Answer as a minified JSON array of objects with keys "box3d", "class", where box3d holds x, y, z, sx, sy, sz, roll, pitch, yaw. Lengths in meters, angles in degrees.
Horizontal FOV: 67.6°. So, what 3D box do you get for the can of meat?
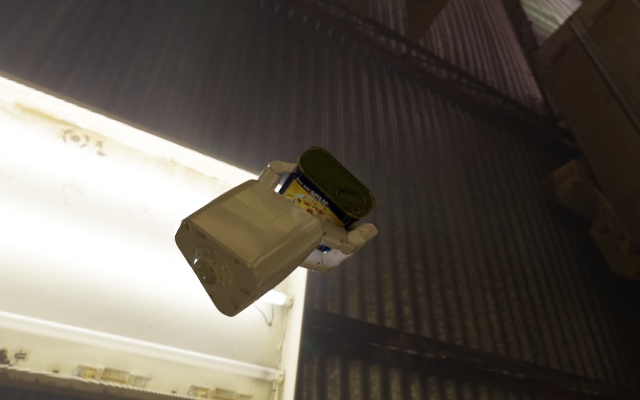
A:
[{"box3d":[0.000,0.002,0.570,0.084,0.102,0.057,-50,-5,40],"class":"can of meat"}]
